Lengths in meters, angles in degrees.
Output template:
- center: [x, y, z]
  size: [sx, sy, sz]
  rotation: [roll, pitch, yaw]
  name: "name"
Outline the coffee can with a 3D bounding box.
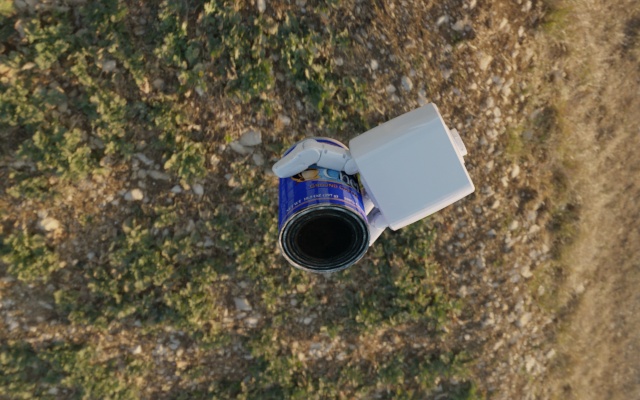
- center: [0.000, 0.002, 0.578]
  size: [0.103, 0.103, 0.140]
  rotation: [0, 38, -5]
  name: "coffee can"
